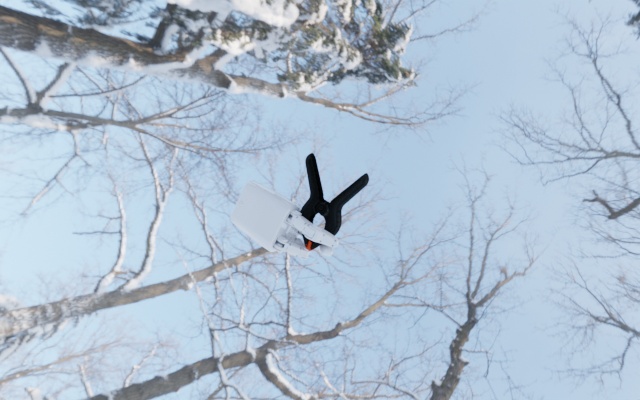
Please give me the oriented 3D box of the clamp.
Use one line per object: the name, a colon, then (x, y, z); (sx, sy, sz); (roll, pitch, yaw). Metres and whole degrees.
clamp: (0.000, 0.003, 0.850); (0.120, 0.171, 0.039); (32, 12, 22)
